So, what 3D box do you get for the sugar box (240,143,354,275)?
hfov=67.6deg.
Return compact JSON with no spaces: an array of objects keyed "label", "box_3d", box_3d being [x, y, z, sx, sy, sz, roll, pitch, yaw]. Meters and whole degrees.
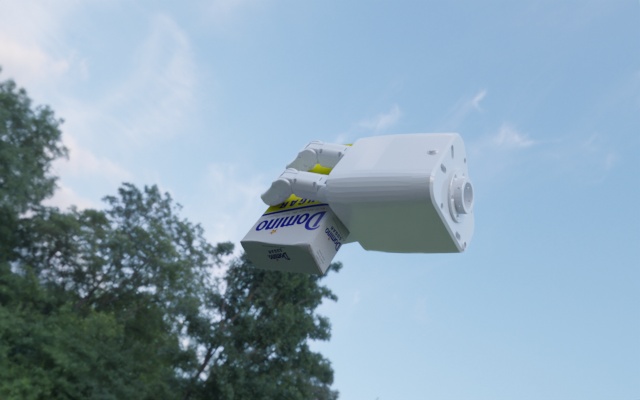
[{"label":"sugar box","box_3d":[0.000,0.001,0.521,0.093,0.048,0.176,-1,36,37]}]
